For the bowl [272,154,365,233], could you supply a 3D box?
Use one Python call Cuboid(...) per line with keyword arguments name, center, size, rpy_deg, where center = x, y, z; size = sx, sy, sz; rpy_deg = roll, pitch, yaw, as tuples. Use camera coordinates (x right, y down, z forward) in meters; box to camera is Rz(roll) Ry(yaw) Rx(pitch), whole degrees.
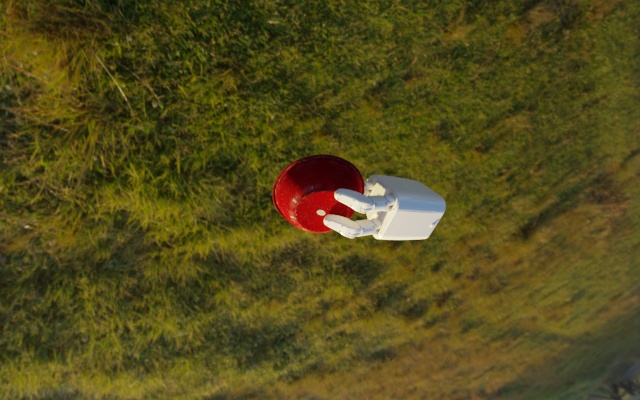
Cuboid(name="bowl", center=(-0.001, 0.003, 0.811), size=(0.162, 0.162, 0.055), rpy_deg=(0, 39, -8))
